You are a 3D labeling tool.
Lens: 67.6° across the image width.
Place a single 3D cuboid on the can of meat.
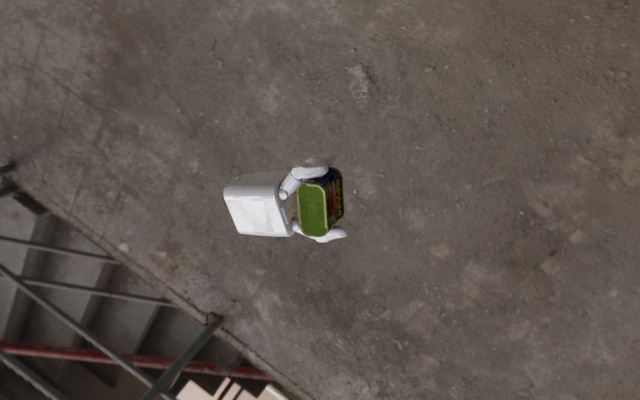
[{"bbox_3d":[0.000,0.003,0.816,0.057,0.102,0.084,4,22,20],"label":"can of meat"}]
